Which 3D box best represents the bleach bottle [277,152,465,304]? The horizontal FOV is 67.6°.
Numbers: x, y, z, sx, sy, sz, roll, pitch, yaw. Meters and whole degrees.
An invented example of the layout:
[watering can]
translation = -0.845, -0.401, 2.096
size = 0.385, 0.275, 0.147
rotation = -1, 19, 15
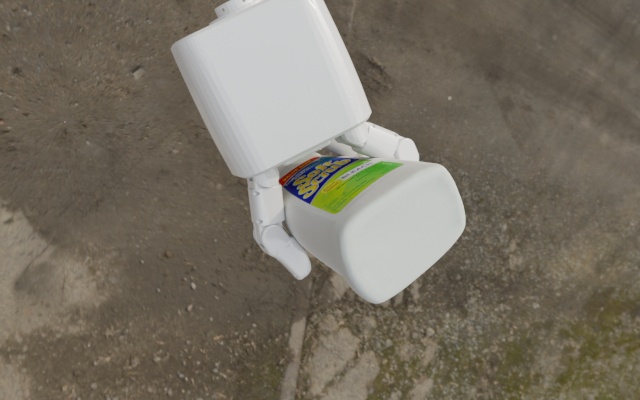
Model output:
[bleach bottle]
translation = 0.000, 0.001, 0.414
size = 0.102, 0.068, 0.251
rotation = -34, 23, -19
